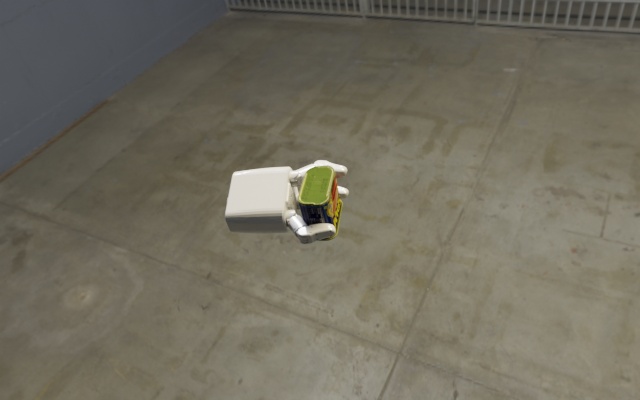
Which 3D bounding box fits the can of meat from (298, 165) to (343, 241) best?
[{"bbox_3d":[0.000,0.002,0.806,0.057,0.084,0.102,-1,44,14],"label":"can of meat"}]
